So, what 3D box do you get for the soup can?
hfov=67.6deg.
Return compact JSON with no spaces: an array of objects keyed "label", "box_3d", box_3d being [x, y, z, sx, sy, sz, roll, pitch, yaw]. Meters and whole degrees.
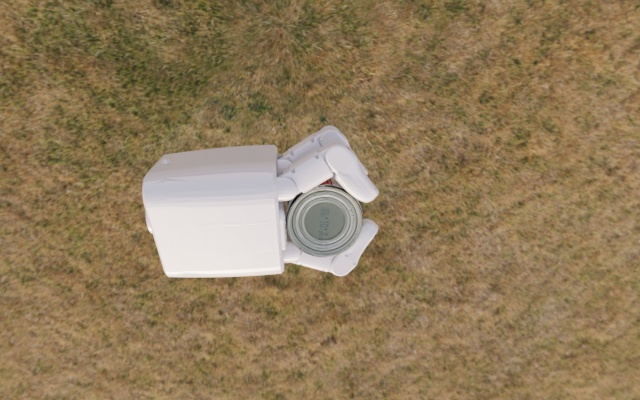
[{"label":"soup can","box_3d":[0.001,0.002,0.449,0.068,0.068,0.102,0,20,-4]}]
